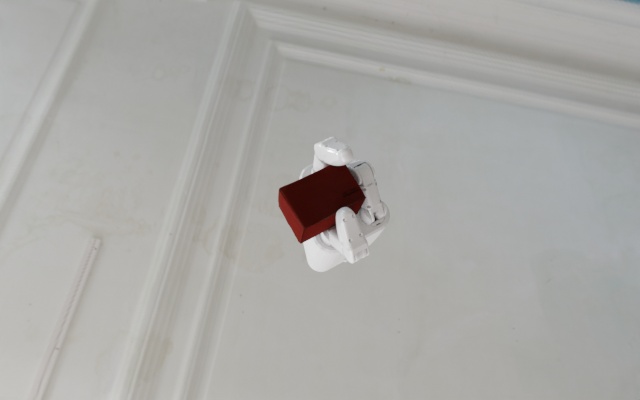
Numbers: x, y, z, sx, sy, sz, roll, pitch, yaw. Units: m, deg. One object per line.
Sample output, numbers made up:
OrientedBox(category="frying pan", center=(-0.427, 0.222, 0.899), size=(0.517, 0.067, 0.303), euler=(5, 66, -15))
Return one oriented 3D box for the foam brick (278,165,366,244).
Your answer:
OrientedBox(category="foam brick", center=(0.000, 0.002, 0.511), size=(0.078, 0.053, 0.051), euler=(-26, -16, -17))
